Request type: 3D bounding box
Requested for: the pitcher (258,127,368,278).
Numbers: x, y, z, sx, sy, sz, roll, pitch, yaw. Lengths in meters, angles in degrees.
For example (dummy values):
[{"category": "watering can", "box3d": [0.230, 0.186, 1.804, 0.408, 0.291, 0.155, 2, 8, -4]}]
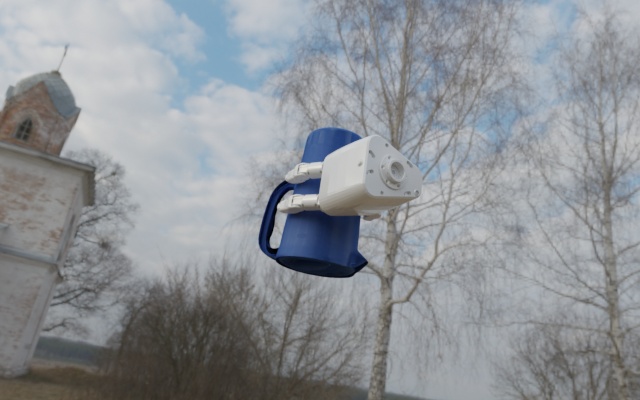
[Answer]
[{"category": "pitcher", "box3d": [0.000, 0.003, 0.813, 0.149, 0.242, 0.145, 20, -22, -26]}]
